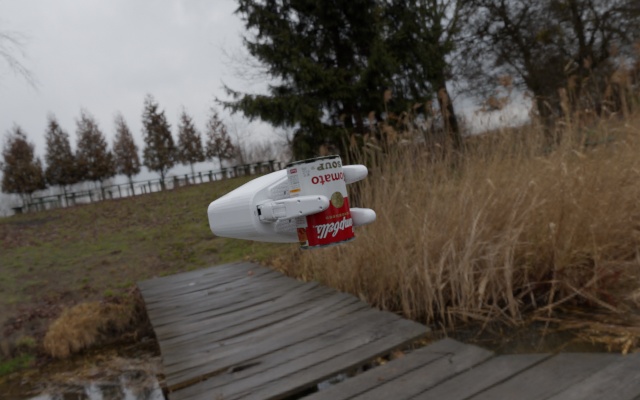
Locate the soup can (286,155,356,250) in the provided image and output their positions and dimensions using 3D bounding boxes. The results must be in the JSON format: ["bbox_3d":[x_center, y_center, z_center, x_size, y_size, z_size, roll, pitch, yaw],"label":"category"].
[{"bbox_3d":[0.000,0.002,0.571,0.068,0.102,0.068,-10,1,0],"label":"soup can"}]
